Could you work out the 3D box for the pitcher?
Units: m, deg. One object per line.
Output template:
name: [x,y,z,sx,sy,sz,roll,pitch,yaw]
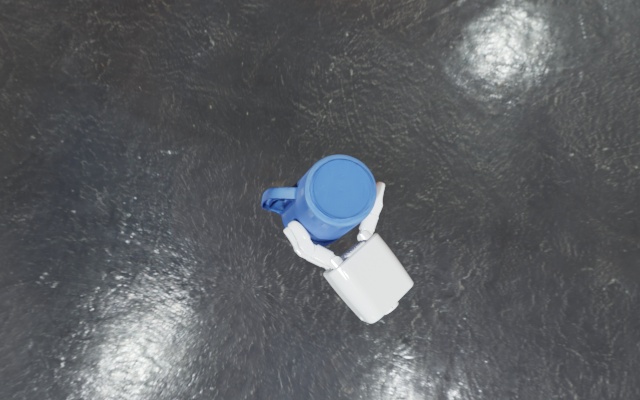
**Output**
pitcher: [0.000,0.003,0.794,0.149,0.145,0.243,-36,-2,-13]
